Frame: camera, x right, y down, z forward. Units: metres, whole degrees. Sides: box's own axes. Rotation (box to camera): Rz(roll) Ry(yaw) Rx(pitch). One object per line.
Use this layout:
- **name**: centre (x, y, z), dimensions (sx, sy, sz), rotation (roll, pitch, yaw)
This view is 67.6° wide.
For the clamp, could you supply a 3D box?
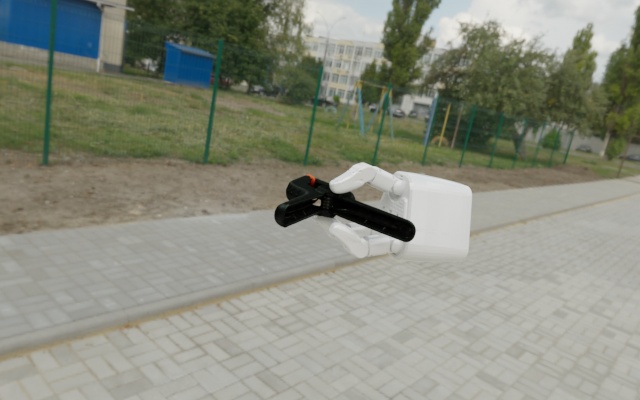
- **clamp**: centre (0.000, 0.001, 0.602), dimensions (0.164, 0.036, 0.210), rotation (7, 13, -24)
